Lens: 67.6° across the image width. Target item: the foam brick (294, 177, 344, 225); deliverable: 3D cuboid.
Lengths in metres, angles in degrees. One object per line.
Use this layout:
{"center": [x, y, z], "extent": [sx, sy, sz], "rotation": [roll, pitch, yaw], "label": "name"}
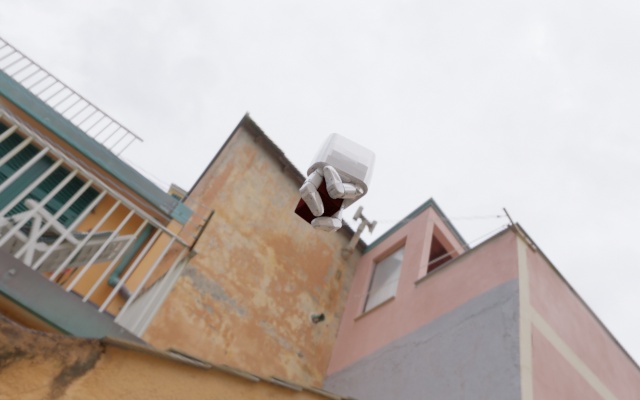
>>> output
{"center": [0.000, 0.003, 0.877], "extent": [0.053, 0.051, 0.078], "rotation": [39, -48, -16], "label": "foam brick"}
